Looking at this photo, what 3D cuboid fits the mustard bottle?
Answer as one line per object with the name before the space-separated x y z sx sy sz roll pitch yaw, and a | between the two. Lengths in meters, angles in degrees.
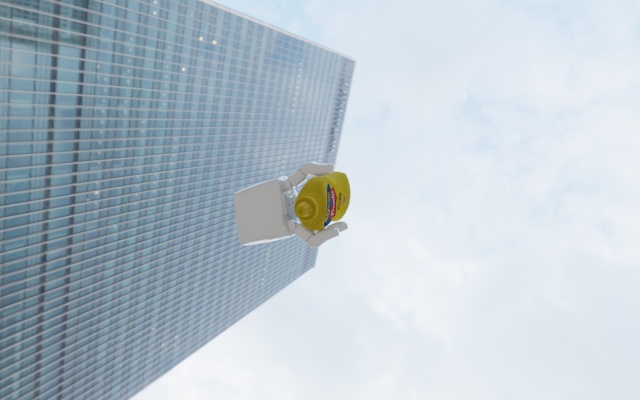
mustard bottle | 0.001 0.003 0.862 0.058 0.096 0.191 10 12 19
